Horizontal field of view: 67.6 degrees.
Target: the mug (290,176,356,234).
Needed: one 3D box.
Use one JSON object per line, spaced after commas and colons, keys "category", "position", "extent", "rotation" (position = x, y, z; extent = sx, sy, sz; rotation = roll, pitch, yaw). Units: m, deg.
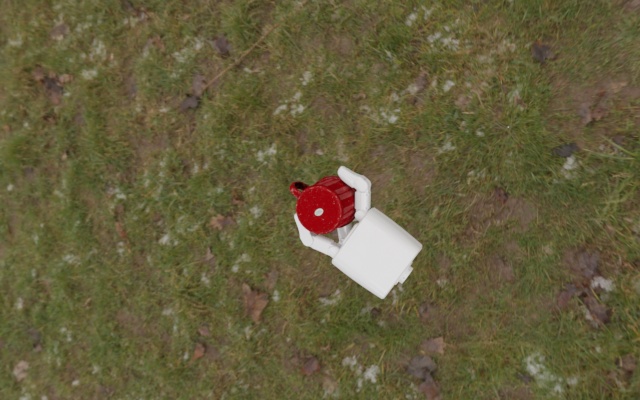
{"category": "mug", "position": [-0.001, 0.002, 0.795], "extent": [0.117, 0.093, 0.081], "rotation": [34, 19, 11]}
